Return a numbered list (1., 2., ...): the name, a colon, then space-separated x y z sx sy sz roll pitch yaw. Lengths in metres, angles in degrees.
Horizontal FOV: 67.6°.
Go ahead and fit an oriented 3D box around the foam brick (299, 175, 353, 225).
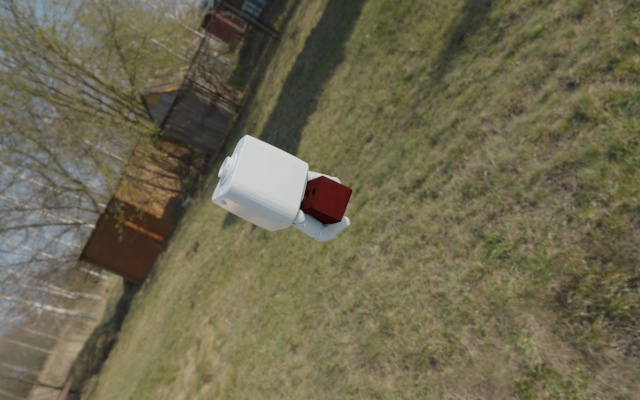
1. foam brick: 0.000 0.002 0.702 0.051 0.053 0.078 27 -19 -21
